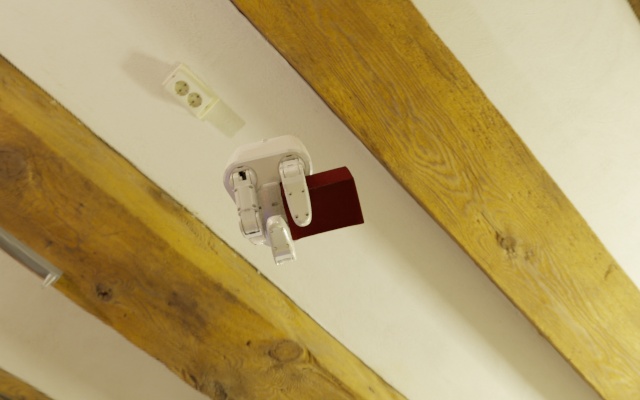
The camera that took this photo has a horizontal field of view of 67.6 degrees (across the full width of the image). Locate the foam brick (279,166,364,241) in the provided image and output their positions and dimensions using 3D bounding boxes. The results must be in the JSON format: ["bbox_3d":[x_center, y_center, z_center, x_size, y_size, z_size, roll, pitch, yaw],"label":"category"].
[{"bbox_3d":[0.000,0.002,0.505,0.078,0.053,0.051,-13,19,-2],"label":"foam brick"}]
